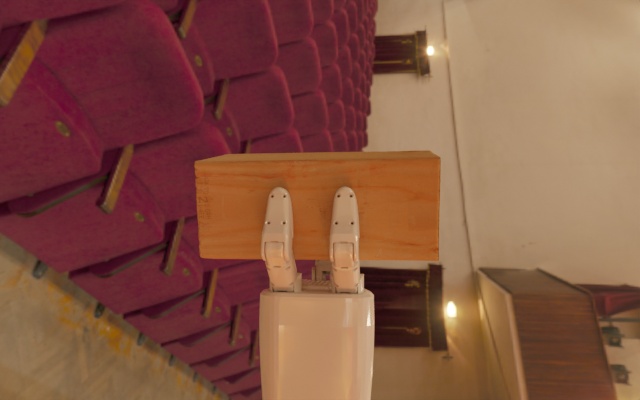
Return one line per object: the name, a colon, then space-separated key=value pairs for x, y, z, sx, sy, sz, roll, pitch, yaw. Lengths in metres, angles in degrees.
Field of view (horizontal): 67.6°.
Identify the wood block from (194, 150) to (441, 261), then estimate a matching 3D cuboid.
wood block: x=0.000 y=0.002 z=0.444 sx=0.206 sy=0.090 sz=0.091 roll=0 pitch=9 yaw=7
